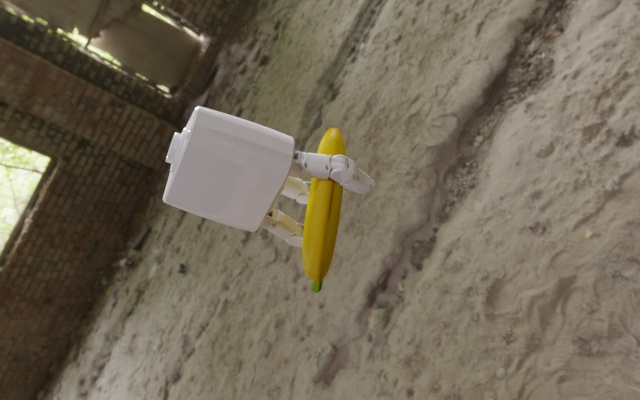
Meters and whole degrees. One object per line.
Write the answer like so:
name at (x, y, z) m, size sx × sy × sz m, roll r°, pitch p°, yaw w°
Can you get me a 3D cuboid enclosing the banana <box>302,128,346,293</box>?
banana at (0.003, 0.002, 0.536) m, size 0.037 × 0.197 × 0.069 m, roll 10°, pitch -12°, yaw -8°
